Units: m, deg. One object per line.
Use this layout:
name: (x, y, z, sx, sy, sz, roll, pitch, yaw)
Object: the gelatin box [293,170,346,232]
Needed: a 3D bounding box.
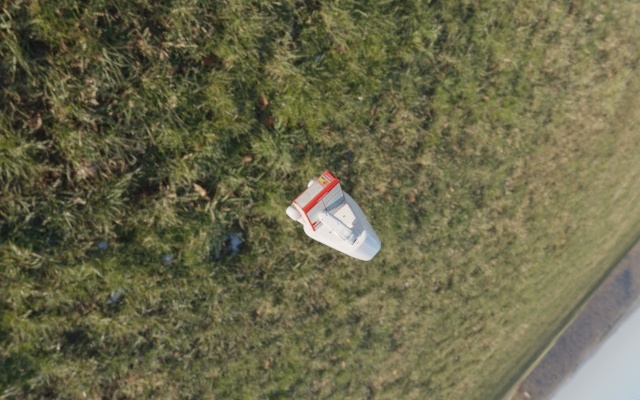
gelatin box: (0.000, 0.003, 0.749, 0.030, 0.073, 0.089, 43, -10, 24)
